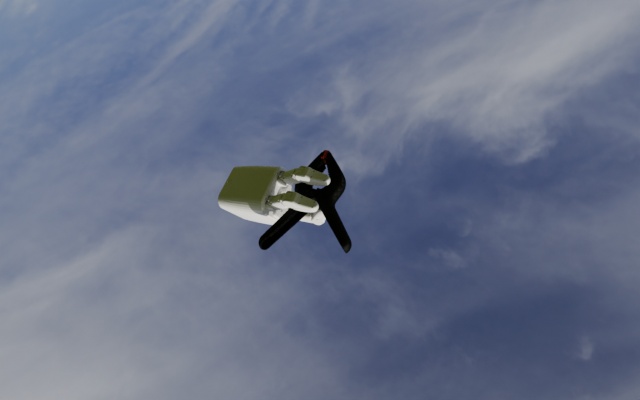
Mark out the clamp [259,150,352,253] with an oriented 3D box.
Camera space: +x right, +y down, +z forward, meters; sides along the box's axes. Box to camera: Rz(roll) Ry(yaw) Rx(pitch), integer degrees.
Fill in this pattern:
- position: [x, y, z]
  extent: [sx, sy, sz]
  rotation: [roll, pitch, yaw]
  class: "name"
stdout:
- position: [0.000, 0.003, 0.820]
  extent: [0.164, 0.210, 0.036]
  rotation: [7, -32, 27]
  class: "clamp"
